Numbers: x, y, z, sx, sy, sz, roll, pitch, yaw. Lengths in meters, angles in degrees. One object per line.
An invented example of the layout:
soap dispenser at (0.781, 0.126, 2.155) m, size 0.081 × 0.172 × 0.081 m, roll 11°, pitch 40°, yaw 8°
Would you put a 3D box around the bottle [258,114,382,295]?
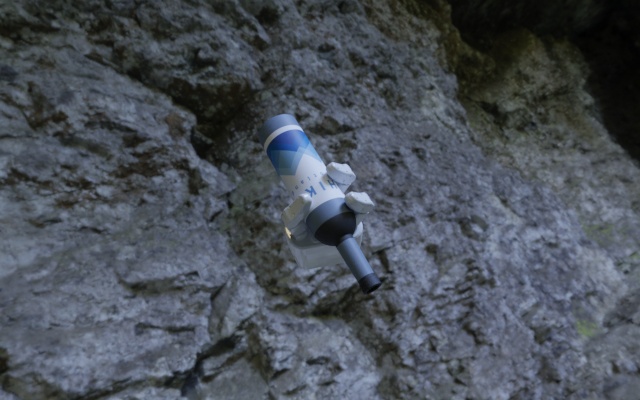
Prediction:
bottle at (0.000, 0.002, 0.686) m, size 0.069 × 0.295 × 0.069 m, roll -25°, pitch -26°, yaw -13°
